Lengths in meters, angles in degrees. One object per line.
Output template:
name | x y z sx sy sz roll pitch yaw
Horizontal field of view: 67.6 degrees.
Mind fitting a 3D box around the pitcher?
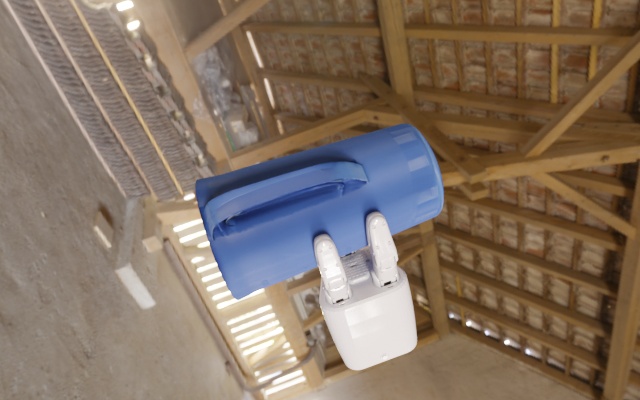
pitcher | 0.000 0.002 0.500 0.243 0.145 0.149 -19 28 -4
